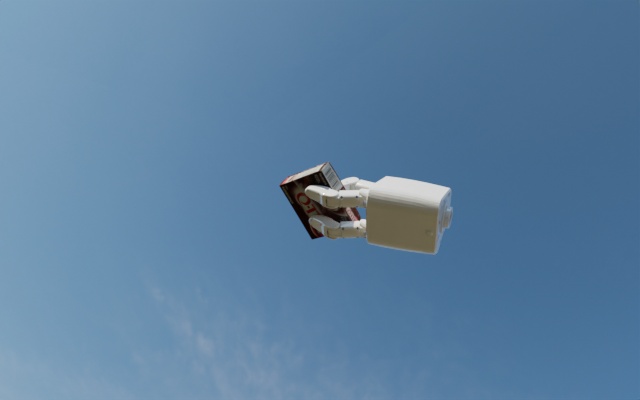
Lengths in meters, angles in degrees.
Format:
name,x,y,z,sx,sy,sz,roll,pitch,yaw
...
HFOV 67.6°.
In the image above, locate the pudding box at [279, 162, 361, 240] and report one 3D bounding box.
name,x,y,z,sx,sy,sz,roll,pitch,yaw
pudding box,0.000,0.002,0.770,0.090,0.113,0.039,-18,19,36
